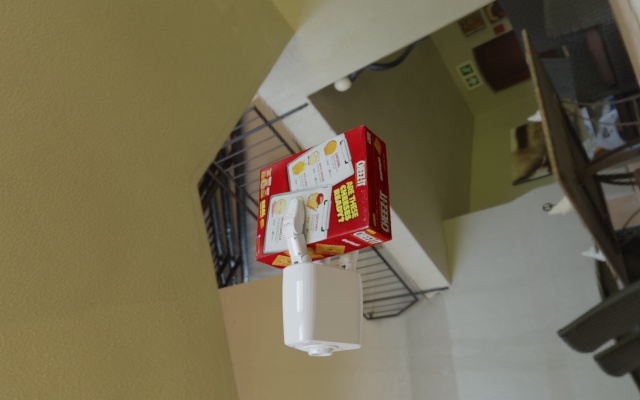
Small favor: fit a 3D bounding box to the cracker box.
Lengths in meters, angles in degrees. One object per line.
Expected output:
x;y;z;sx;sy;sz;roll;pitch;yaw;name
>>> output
0.000;0.002;0.733;0.214;0.164;0.072;-19;-31;34;cracker box
